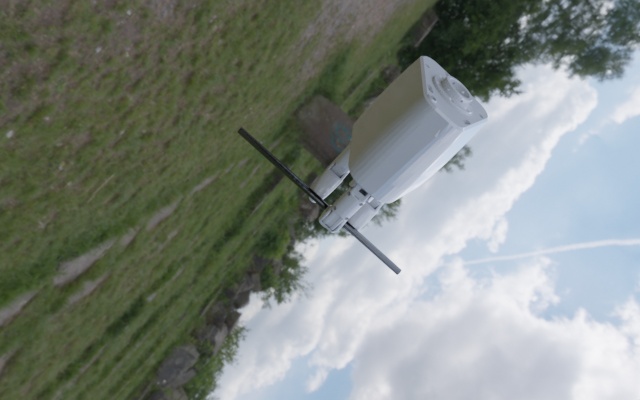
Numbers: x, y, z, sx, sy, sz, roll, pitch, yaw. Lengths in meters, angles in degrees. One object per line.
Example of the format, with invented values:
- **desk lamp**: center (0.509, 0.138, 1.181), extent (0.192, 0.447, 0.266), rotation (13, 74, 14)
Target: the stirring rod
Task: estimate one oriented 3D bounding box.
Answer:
- **stirring rod**: center (0.000, 0.002, 0.536), extent (0.239, 0.011, 0.011), rotation (42, -3, -4)
